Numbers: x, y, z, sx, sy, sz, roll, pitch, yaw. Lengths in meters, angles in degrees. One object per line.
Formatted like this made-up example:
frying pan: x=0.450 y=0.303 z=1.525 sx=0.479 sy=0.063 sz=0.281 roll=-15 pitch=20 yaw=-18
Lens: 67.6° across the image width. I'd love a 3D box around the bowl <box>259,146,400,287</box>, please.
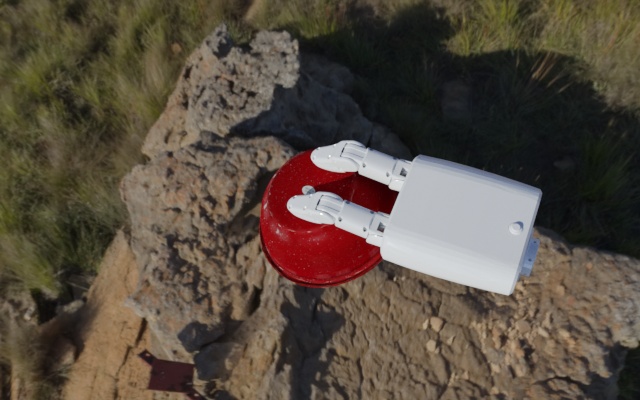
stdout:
bowl: x=-0.001 y=0.001 z=0.479 sx=0.162 sy=0.162 sz=0.055 roll=0 pitch=-28 yaw=24
